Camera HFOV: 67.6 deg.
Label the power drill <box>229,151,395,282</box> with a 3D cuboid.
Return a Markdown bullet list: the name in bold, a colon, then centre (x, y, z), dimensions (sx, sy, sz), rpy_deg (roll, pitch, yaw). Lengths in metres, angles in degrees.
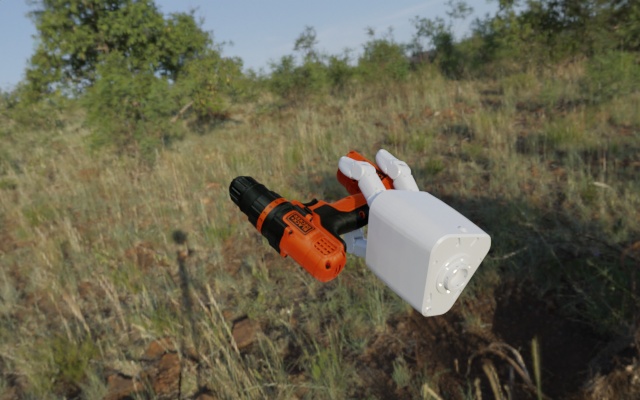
- **power drill**: centre (0.001, 0.002, 0.619), dimensions (0.184, 0.057, 0.187), rpy_deg (40, 50, 24)
